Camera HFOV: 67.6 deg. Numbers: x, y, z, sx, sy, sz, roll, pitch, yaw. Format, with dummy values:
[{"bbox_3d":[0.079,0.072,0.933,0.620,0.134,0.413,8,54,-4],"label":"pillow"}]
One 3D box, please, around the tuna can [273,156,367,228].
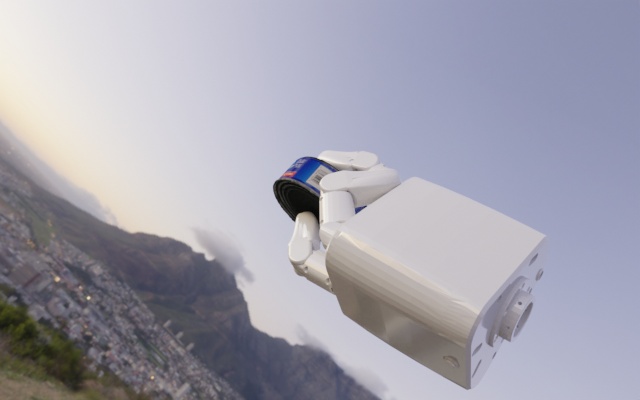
[{"bbox_3d":[0.000,0.001,0.434,0.033,0.086,0.086,-49,24,-23],"label":"tuna can"}]
